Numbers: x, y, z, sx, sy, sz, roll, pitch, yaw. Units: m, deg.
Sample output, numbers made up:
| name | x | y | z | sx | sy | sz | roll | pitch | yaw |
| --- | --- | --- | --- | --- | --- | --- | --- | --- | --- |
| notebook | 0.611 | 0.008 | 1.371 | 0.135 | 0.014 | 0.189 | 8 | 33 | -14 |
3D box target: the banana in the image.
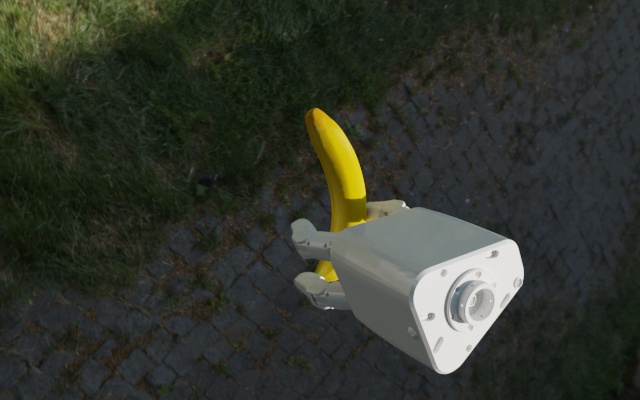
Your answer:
| name | x | y | z | sx | sy | sz | roll | pitch | yaw |
| --- | --- | --- | --- | --- | --- | --- | --- | --- | --- |
| banana | 0.017 | 0.003 | 0.501 | 0.069 | 0.198 | 0.037 | -5 | 14 | -26 |
